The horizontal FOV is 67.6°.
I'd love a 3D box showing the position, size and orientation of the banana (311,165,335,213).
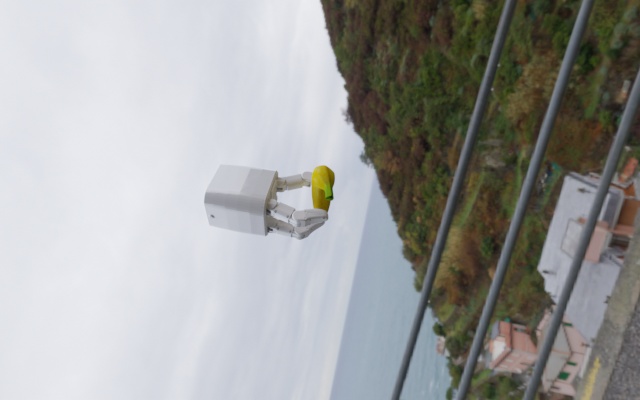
[{"bbox_3d":[0.002,-0.016,0.791,0.037,0.069,0.198,6,-11,0],"label":"banana"}]
